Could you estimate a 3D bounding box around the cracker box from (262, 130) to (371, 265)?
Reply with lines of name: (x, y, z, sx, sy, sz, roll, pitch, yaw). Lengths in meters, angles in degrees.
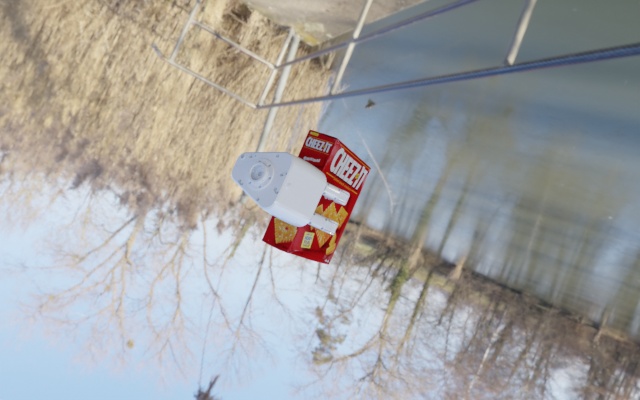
cracker box: (0.000, 0.003, 0.881, 0.072, 0.213, 0.164, 22, -4, 30)
